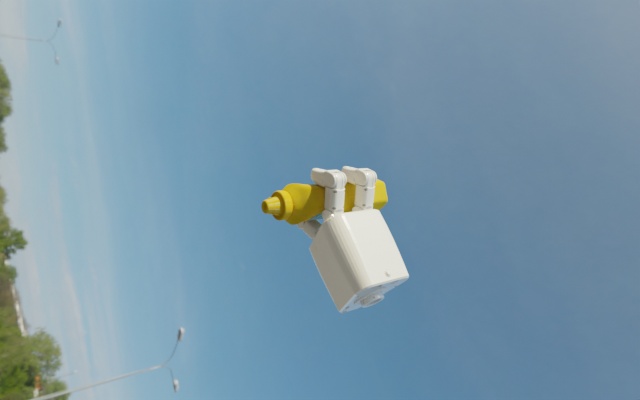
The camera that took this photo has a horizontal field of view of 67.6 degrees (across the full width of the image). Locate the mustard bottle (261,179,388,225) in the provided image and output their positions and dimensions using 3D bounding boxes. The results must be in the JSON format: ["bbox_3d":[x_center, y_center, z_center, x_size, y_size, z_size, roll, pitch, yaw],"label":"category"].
[{"bbox_3d":[0.000,0.002,0.699,0.191,0.058,0.096,-6,-4,-38],"label":"mustard bottle"}]
